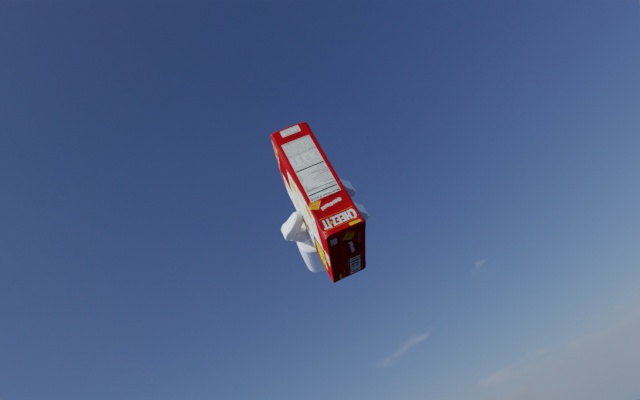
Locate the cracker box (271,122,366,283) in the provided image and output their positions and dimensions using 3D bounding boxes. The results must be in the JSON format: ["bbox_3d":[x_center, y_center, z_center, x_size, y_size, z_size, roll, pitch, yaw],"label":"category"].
[{"bbox_3d":[0.000,0.002,0.778,0.072,0.213,0.164,-24,-31,-8],"label":"cracker box"}]
